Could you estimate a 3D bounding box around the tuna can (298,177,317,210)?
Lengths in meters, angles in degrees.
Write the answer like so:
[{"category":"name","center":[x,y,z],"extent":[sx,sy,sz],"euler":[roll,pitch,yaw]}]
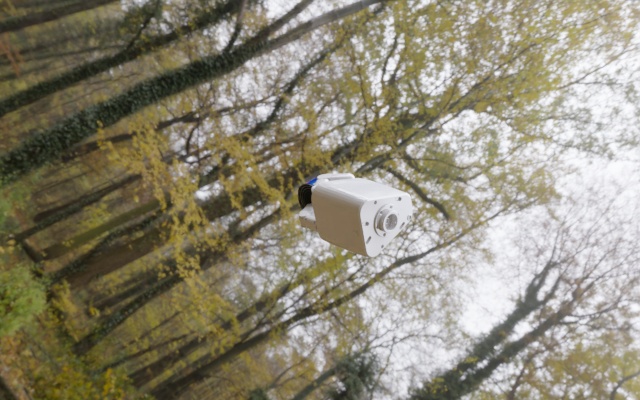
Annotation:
[{"category":"tuna can","center":[0.001,0.002,0.840],"extent":[0.033,0.086,0.086],"euler":[-31,18,-32]}]
